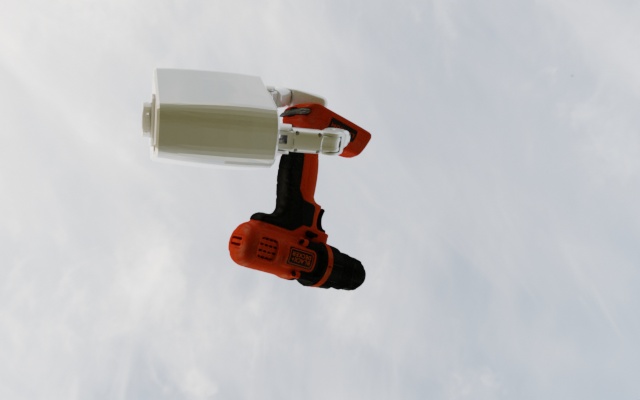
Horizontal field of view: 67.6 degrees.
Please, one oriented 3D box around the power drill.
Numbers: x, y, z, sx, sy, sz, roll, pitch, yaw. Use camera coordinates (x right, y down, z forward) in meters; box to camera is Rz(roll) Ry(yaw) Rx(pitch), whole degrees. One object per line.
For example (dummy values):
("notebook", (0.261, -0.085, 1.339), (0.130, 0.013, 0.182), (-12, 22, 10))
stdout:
("power drill", (0.000, 0.001, 0.531), (0.184, 0.187, 0.057), (22, -14, -41))
